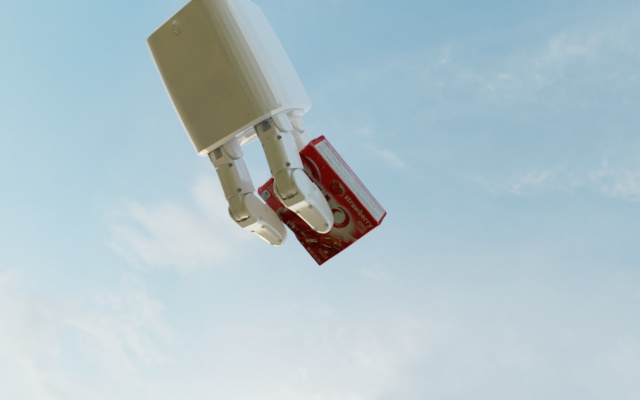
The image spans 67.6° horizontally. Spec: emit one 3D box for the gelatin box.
[{"bbox_3d":[0.000,0.001,0.409,0.073,0.089,0.030,-38,3,31],"label":"gelatin box"}]
